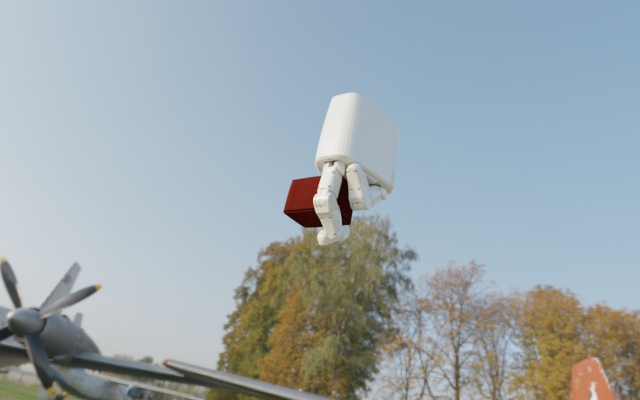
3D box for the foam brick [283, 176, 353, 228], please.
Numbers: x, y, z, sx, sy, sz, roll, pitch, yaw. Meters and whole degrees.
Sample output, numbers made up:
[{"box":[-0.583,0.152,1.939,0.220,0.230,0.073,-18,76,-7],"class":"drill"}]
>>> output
[{"box":[0.000,0.002,0.640,0.078,0.051,0.053,-6,-30,32],"class":"foam brick"}]
